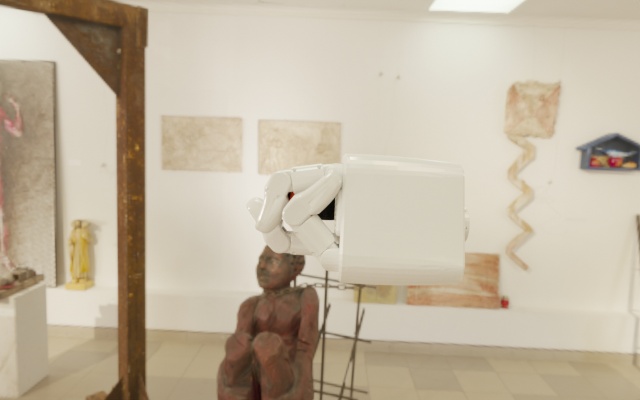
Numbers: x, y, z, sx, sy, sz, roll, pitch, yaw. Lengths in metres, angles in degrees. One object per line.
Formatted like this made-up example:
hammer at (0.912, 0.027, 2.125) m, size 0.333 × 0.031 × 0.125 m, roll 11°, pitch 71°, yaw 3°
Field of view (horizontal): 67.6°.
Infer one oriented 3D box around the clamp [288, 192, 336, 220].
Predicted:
clamp at (0.000, 0.001, 0.522) m, size 0.120 × 0.039 × 0.171 m, roll 3°, pitch 7°, yaw 1°
